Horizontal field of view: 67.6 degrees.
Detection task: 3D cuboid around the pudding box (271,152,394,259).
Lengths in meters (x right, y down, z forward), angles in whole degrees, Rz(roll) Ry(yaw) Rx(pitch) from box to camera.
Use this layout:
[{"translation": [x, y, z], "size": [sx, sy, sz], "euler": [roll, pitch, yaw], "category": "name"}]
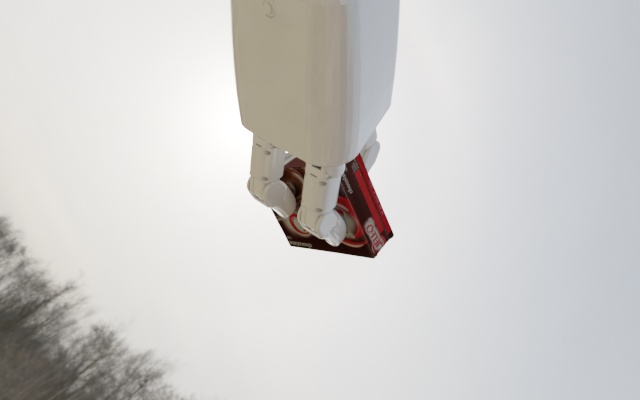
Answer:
[{"translation": [0.000, 0.001, 0.424], "size": [0.113, 0.090, 0.039], "euler": [4, 36, 49], "category": "pudding box"}]
